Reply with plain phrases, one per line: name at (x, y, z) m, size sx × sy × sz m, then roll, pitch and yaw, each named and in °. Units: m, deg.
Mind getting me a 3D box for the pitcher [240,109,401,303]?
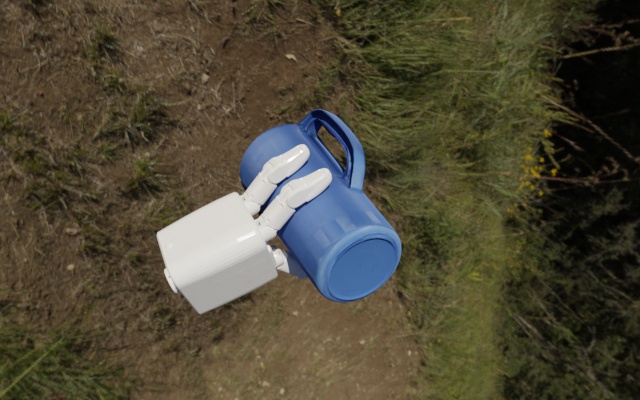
pitcher at (0.000, 0.002, 0.603) m, size 0.145 × 0.149 × 0.242 m, roll -26°, pitch 42°, yaw -12°
